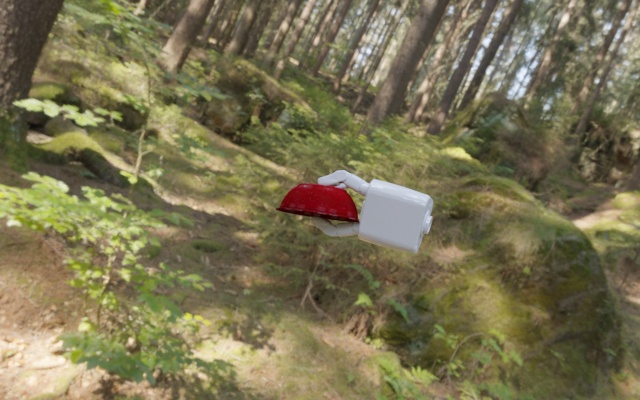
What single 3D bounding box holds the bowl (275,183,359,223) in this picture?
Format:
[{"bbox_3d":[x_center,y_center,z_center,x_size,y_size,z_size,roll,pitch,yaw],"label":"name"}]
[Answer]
[{"bbox_3d":[-0.001,0.002,0.886,0.162,0.055,0.162,8,-5,1],"label":"bowl"}]
